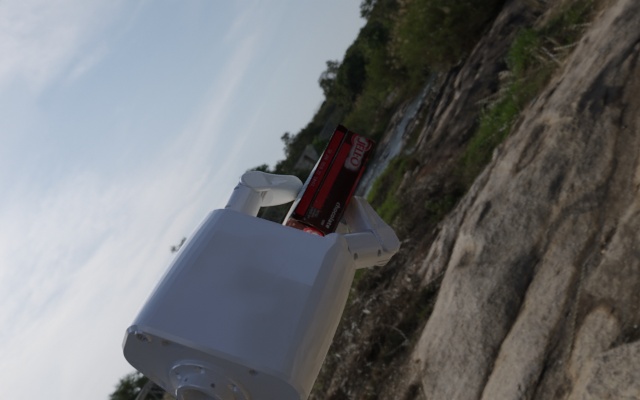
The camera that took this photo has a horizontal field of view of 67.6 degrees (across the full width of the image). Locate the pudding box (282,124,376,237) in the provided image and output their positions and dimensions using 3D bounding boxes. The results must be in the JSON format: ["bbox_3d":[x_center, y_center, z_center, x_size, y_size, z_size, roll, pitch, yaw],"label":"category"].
[{"bbox_3d":[0.000,0.001,0.403,0.039,0.090,0.113,29,-23,-3],"label":"pudding box"}]
